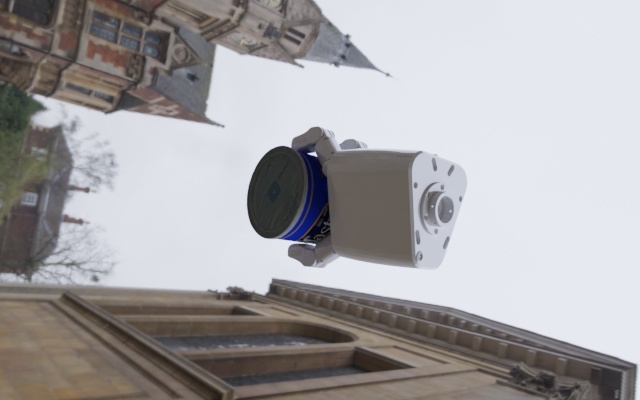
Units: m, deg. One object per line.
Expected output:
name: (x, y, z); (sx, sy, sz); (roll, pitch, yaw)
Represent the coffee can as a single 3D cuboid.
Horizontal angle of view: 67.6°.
coffee can: (0.000, 0.002, 0.561); (0.140, 0.103, 0.103); (12, -8, -41)
